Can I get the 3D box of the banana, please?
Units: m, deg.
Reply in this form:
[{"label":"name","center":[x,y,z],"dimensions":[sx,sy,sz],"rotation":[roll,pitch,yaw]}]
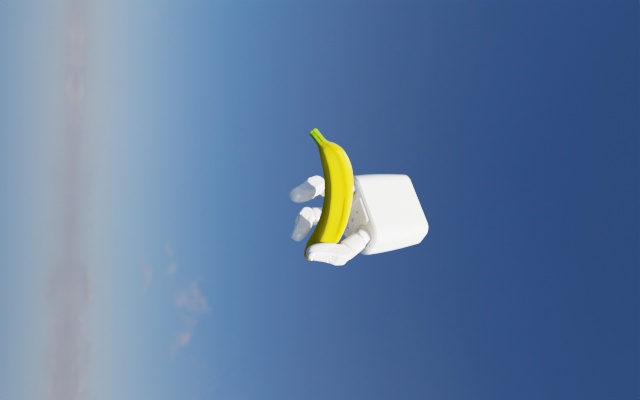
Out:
[{"label":"banana","center":[0.011,0.006,0.641],"dimensions":[0.037,0.198,0.069],"rotation":[-14,31,-35]}]
